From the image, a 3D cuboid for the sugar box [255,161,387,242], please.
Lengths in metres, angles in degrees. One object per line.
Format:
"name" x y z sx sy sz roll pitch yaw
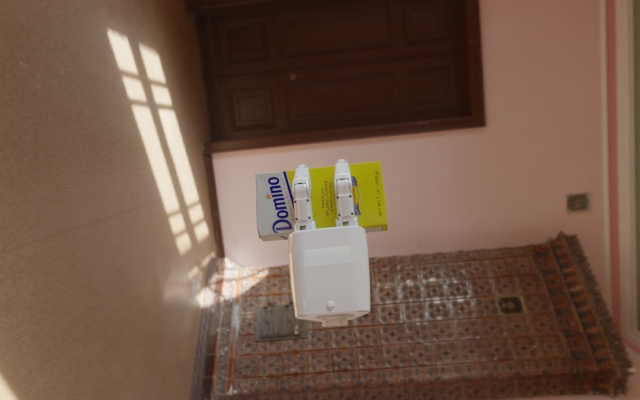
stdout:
"sugar box" 0.000 0.002 0.661 0.176 0.093 0.048 -6 -15 4
